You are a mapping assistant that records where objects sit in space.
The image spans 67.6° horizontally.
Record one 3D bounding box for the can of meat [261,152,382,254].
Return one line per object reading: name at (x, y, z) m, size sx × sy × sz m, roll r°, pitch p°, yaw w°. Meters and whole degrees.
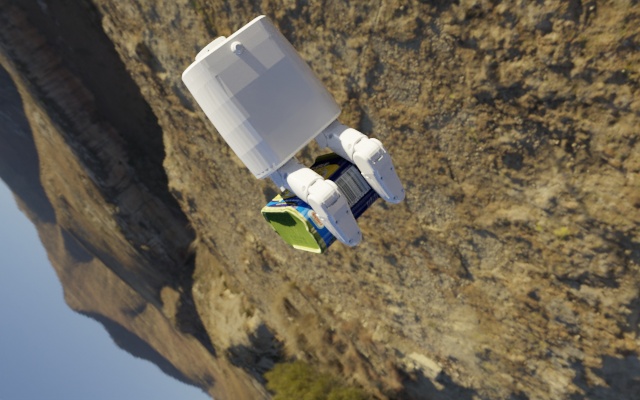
can of meat at (0.000, 0.002, 0.453) m, size 0.084 × 0.057 × 0.102 m, roll -43°, pitch 16°, yaw -20°
